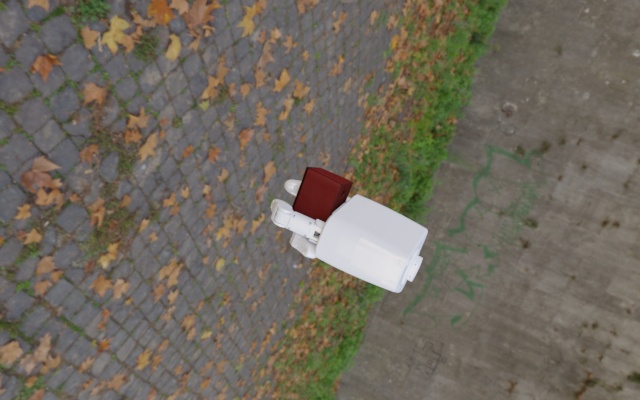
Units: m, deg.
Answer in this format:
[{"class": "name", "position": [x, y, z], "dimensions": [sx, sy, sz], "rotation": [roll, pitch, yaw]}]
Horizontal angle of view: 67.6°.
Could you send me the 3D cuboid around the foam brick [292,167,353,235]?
[{"class": "foam brick", "position": [0.000, 0.002, 0.611], "dimensions": [0.051, 0.078, 0.053], "rotation": [25, 13, 18]}]
